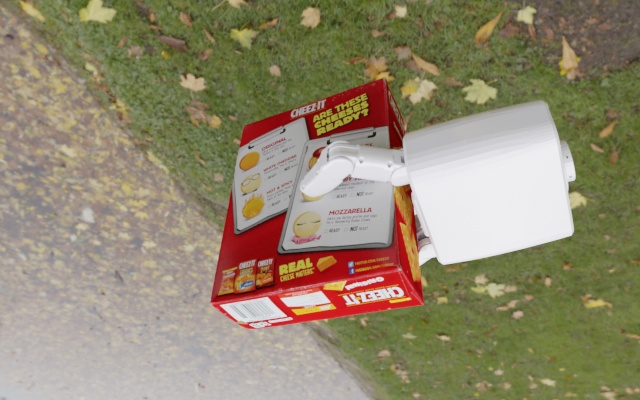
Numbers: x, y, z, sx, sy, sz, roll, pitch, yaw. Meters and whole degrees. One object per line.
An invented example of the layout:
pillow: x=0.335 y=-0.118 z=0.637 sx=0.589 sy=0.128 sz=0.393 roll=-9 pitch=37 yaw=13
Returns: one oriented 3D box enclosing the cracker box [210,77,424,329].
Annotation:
cracker box: x=0.000 y=0.001 z=0.444 sx=0.164 sy=0.213 sz=0.072 roll=-14 pitch=-41 yaw=20
